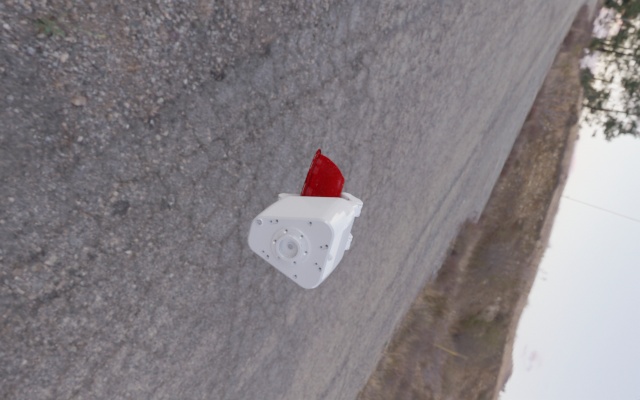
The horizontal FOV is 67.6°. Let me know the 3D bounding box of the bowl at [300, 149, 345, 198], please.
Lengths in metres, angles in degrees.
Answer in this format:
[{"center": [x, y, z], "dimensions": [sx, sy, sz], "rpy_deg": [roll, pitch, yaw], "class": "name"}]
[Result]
[{"center": [0.001, 0.002, 0.760], "dimensions": [0.055, 0.162, 0.162], "rpy_deg": [17, 1, 2], "class": "bowl"}]
